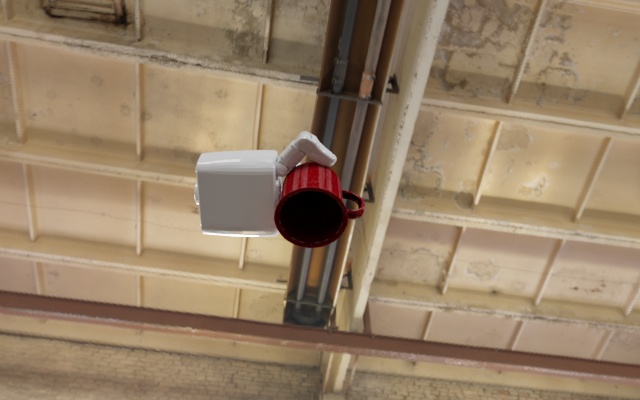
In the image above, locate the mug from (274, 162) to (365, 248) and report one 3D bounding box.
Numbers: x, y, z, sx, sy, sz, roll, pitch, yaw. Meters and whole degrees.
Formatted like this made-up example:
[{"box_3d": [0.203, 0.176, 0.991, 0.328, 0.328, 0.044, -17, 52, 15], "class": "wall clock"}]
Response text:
[{"box_3d": [0.002, 0.002, 0.631, 0.117, 0.093, 0.081, 1, 32, -1], "class": "mug"}]
